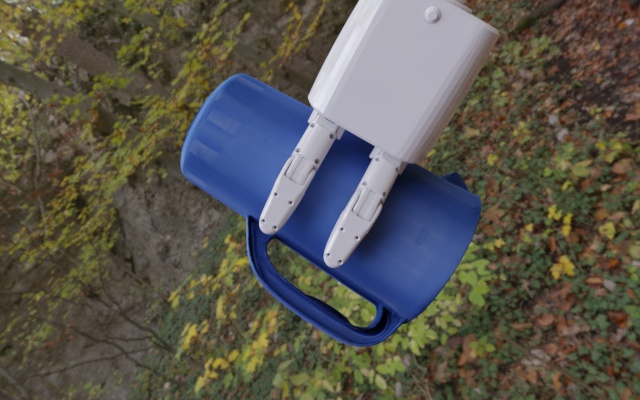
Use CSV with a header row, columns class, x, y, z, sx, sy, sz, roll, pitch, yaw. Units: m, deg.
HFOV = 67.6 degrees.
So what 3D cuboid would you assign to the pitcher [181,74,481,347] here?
class,x,y,z,sx,sy,sz,roll,pitch,yaw
pitcher,0.000,0.001,0.421,0.243,0.145,0.149,31,27,1
